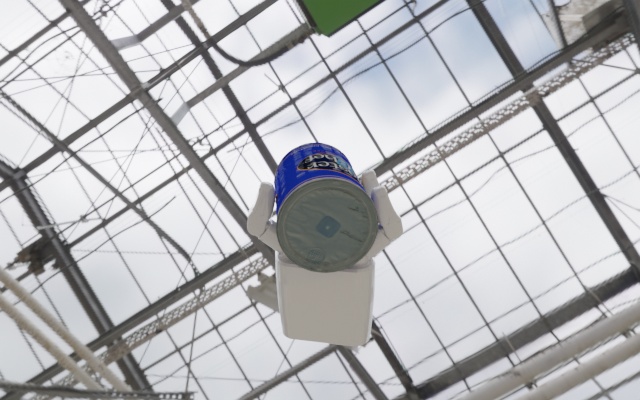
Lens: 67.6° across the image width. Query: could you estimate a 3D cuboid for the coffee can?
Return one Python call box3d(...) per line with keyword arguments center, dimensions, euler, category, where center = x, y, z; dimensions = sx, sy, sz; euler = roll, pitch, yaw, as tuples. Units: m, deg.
box3d(center=(0.000, 0.002, 0.535), dimensions=(0.103, 0.103, 0.140), euler=(0, 22, -6), category="coffee can")
